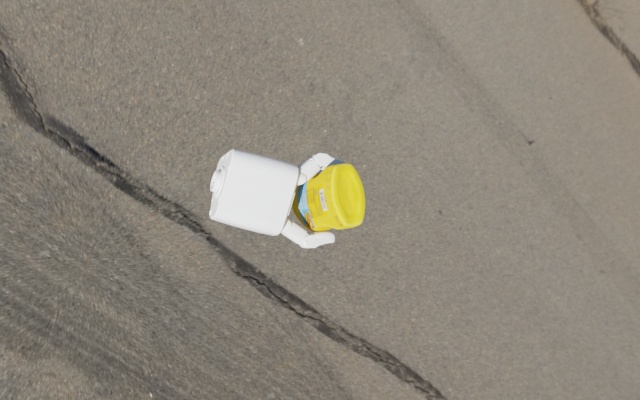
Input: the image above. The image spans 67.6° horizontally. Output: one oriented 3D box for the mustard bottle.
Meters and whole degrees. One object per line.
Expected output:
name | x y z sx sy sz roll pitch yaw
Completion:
mustard bottle | 0.001 0.003 0.776 0.058 0.096 0.191 -11 -2 -27
